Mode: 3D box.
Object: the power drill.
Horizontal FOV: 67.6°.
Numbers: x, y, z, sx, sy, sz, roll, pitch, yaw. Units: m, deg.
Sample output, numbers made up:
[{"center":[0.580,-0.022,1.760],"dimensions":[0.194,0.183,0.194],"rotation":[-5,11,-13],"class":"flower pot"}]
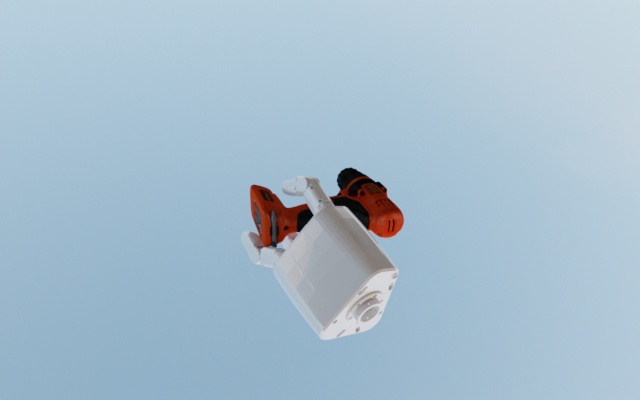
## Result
[{"center":[0.000,0.002,0.664],"dimensions":[0.187,0.057,0.184],"rotation":[-7,23,-14],"class":"power drill"}]
